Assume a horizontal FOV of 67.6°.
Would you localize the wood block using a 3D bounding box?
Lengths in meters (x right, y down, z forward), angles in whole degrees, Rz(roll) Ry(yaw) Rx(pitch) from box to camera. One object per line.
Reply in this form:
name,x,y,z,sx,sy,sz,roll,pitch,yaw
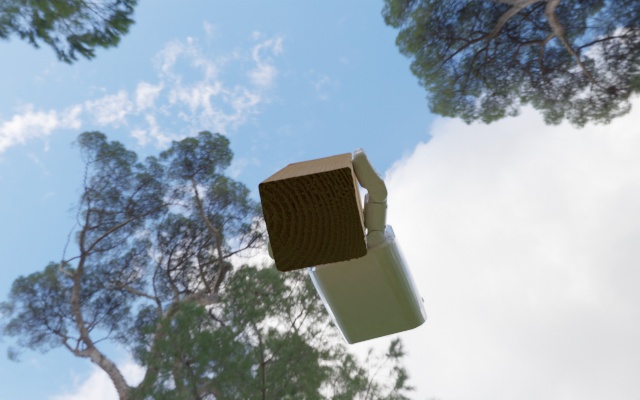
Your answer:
wood block,0.000,0.002,0.545,0.091,0.090,0.206,-11,8,6
